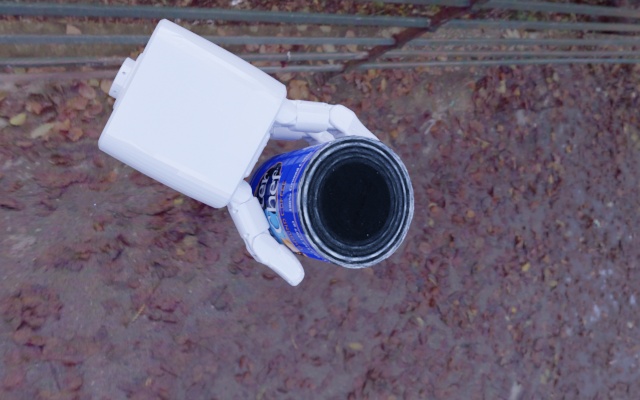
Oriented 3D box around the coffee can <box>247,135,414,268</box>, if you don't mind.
[{"bbox_3d":[0.000,0.002,0.427,0.103,0.103,0.140,0,0,-25],"label":"coffee can"}]
